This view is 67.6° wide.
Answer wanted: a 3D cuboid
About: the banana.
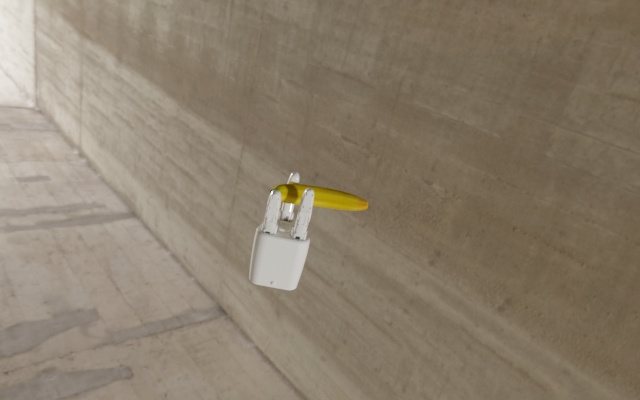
[{"bbox_3d":[-0.010,-0.004,0.880,0.198,0.037,0.069,6,18,-26],"label":"banana"}]
